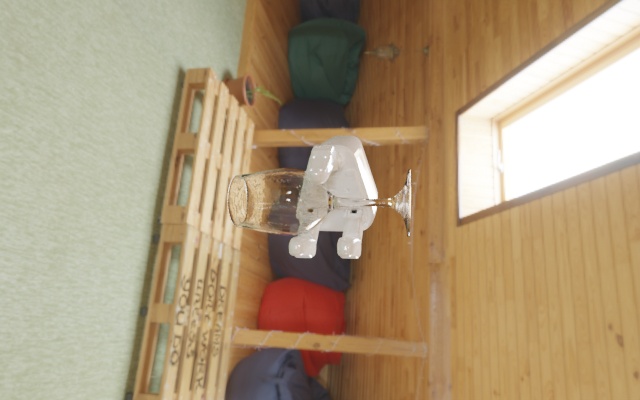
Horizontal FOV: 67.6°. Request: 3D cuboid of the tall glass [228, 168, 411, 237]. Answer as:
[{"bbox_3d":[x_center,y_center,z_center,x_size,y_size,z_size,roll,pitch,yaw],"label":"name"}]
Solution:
[{"bbox_3d":[0.001,0.002,0.541,0.201,0.079,0.079,1,0,12],"label":"tall glass"}]
